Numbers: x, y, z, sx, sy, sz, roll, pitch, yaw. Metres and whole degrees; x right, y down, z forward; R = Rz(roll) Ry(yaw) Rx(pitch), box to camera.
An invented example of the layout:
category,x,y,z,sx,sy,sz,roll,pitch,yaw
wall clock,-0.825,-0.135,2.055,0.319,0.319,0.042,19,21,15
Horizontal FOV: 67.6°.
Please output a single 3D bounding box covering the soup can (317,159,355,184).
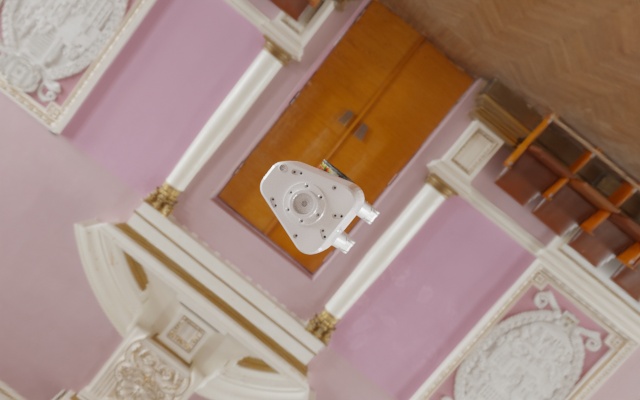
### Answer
category,x,y,z,sx,sy,sz,roll,pitch,yaw
soup can,0.000,0.002,0.678,0.068,0.102,0.068,38,6,-5
